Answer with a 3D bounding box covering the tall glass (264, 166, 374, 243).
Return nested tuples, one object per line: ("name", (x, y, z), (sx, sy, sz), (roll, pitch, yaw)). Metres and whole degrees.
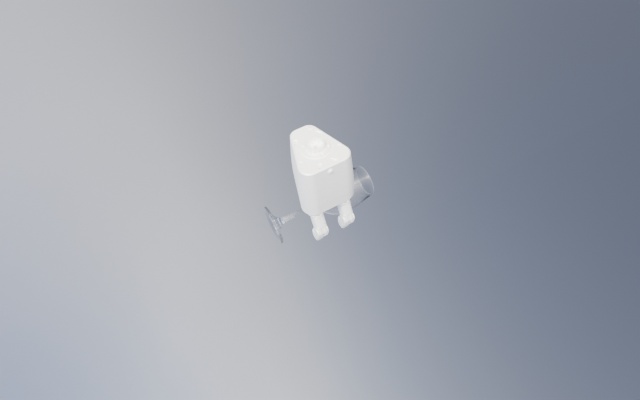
("tall glass", (0.000, 0.003, 0.896), (0.201, 0.079, 0.079), (-26, 7, -14))
